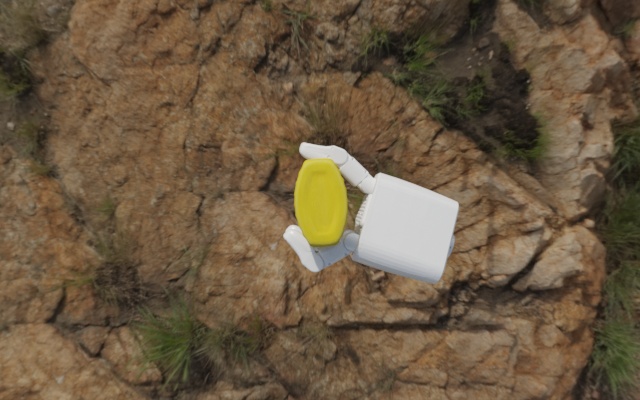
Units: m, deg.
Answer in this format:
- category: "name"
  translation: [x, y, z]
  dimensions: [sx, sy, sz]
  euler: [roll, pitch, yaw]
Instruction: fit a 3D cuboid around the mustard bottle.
- category: "mustard bottle"
  translation: [0.000, 0.002, 0.600]
  dimensions: [0.058, 0.096, 0.191]
  euler: [-6, 0, 0]
